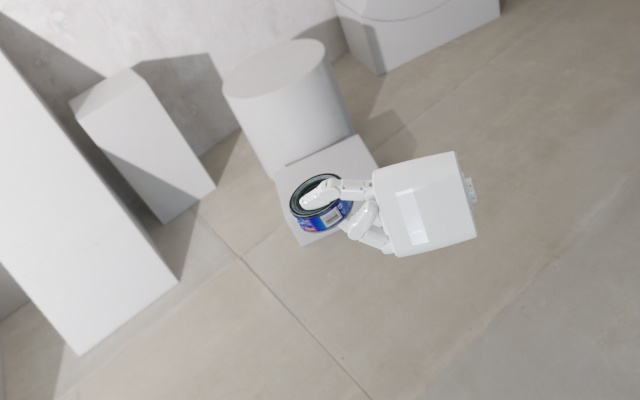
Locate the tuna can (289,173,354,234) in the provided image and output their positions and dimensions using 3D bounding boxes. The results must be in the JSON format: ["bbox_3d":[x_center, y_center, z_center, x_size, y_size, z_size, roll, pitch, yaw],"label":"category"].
[{"bbox_3d":[0.000,0.002,0.658,0.086,0.086,0.034,0,-43,36],"label":"tuna can"}]
